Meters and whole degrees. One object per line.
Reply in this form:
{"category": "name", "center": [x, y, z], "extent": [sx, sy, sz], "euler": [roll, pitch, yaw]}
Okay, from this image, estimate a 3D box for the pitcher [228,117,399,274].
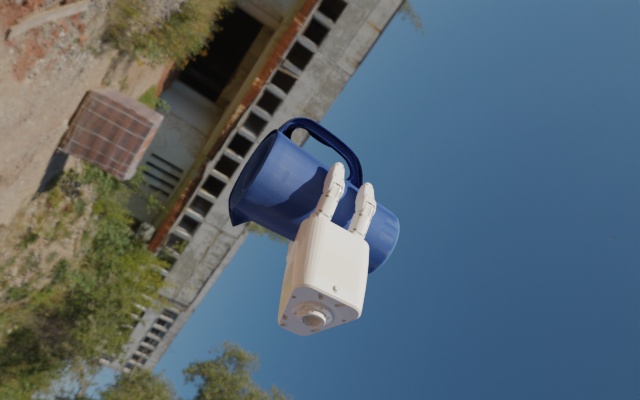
{"category": "pitcher", "center": [0.000, 0.002, 0.708], "extent": [0.243, 0.145, 0.149], "euler": [31, -48, -19]}
